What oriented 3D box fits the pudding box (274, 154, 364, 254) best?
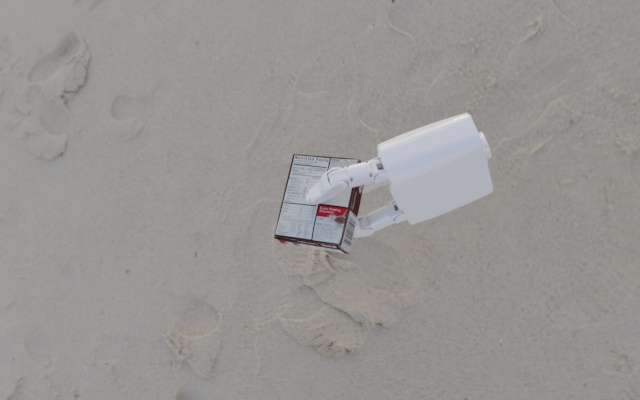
[{"bbox_3d":[0.000,0.002,0.583,0.090,0.113,0.039,7,-17,23],"label":"pudding box"}]
